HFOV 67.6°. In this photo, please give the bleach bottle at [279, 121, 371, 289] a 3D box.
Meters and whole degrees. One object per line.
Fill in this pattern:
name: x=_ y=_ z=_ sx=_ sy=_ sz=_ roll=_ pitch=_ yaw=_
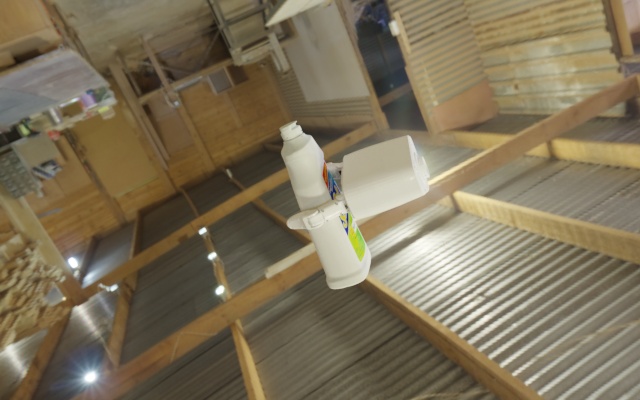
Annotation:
bleach bottle: x=0.000 y=0.002 z=0.725 sx=0.068 sy=0.251 sz=0.102 roll=-19 pitch=17 yaw=19
